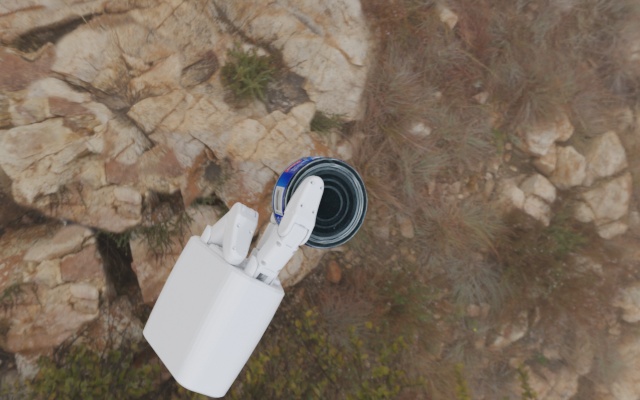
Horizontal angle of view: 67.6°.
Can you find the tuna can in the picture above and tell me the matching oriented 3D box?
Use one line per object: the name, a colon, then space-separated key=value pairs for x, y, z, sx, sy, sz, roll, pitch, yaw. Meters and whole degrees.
tuna can: x=0.000 y=0.001 z=0.446 sx=0.086 sy=0.086 sz=0.033 roll=0 pitch=6 yaw=-24
